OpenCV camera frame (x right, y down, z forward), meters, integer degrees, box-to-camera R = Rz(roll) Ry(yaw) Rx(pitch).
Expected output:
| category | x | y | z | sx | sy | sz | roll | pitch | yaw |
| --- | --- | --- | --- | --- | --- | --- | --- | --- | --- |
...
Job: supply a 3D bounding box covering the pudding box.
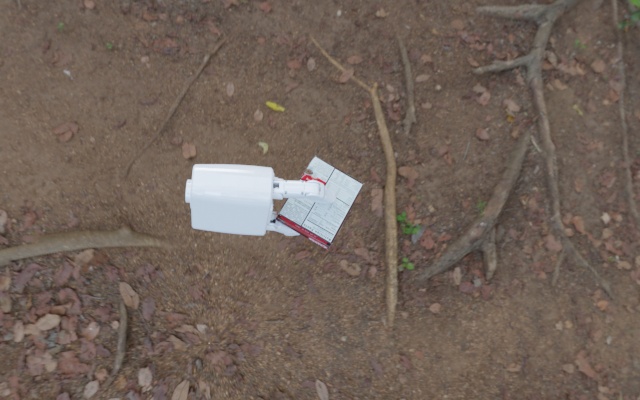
| category | x | y | z | sx | sy | sz | roll | pitch | yaw |
| --- | --- | --- | --- | --- | --- | --- | --- | --- | --- |
| pudding box | 0.000 | 0.002 | 0.706 | 0.090 | 0.113 | 0.039 | 31 | -20 | -1 |
